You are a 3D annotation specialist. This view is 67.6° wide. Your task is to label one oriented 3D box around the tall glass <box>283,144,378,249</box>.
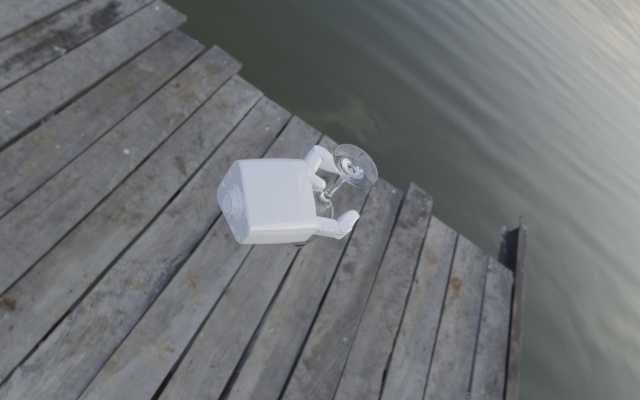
[{"bbox_3d":[0.001,0.002,0.735,0.079,0.079,0.201,0,-31,-34],"label":"tall glass"}]
